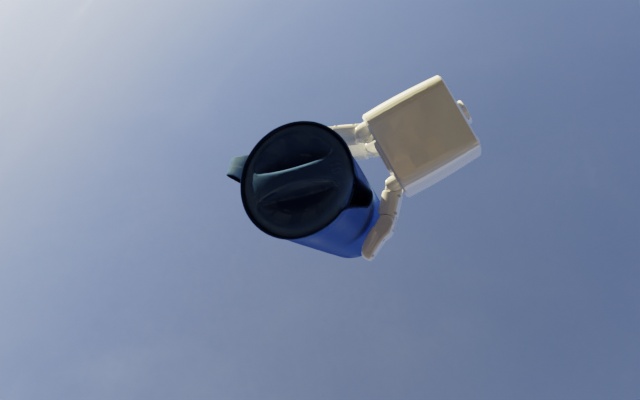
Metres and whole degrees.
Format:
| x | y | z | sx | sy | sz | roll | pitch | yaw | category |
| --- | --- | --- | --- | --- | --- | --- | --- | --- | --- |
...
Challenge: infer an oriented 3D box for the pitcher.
| x | y | z | sx | sy | sz | roll | pitch | yaw | category |
| --- | --- | --- | --- | --- | --- | --- | --- | --- | --- |
| 0.000 | 0.002 | 0.618 | 0.145 | 0.149 | 0.243 | -32 | -23 | 8 | pitcher |
